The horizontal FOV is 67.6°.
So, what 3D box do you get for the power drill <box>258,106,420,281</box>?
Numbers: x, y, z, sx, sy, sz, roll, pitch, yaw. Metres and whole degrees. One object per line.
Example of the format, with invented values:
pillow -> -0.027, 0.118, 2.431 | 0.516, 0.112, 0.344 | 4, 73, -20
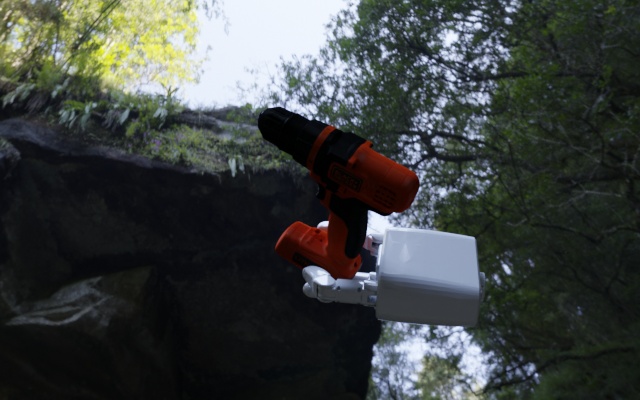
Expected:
power drill -> 0.000, 0.002, 0.536 | 0.184, 0.188, 0.057 | 30, 46, 14
